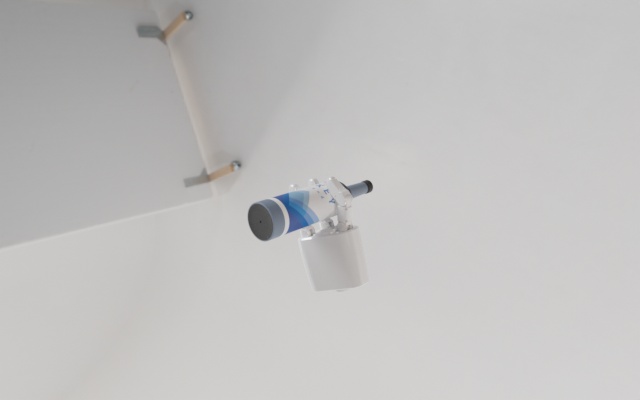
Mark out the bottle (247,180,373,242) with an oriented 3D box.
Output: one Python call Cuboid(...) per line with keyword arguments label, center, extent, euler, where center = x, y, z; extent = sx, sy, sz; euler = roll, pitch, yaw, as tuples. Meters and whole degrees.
Cuboid(label="bottle", center=(0.000, 0.003, 0.879), extent=(0.069, 0.069, 0.295), euler=(0, 13, 43))
